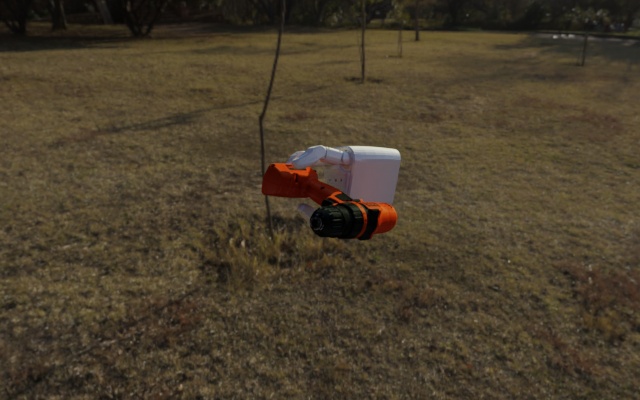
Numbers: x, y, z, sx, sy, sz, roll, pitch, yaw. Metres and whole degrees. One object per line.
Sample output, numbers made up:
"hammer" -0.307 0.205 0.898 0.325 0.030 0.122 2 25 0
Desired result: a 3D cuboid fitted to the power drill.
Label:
"power drill" 0.000 0.002 0.714 0.187 0.057 0.184 30 16 34
